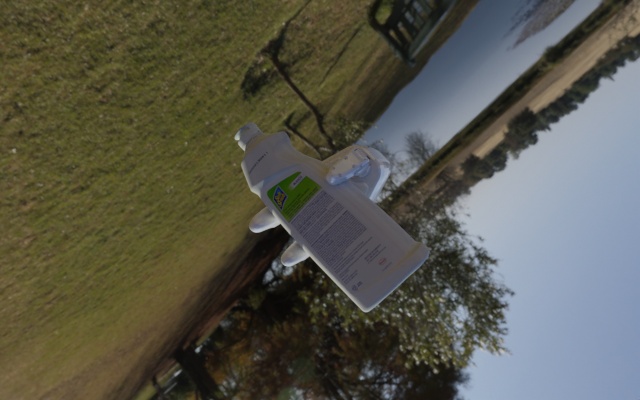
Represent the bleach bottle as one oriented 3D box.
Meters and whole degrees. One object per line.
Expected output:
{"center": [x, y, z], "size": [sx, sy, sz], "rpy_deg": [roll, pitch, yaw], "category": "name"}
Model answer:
{"center": [0.000, 0.002, 0.545], "size": [0.102, 0.251, 0.068], "rpy_deg": [-45, -8, 14], "category": "bleach bottle"}
